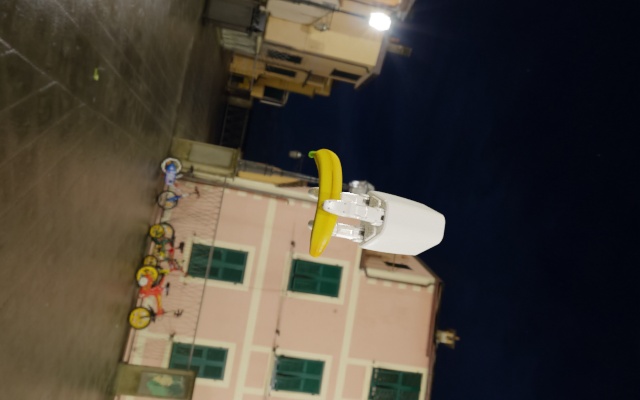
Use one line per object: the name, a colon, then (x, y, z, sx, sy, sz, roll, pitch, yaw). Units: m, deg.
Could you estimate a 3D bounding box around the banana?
banana: (0.008, -0.009, 0.757, 0.037, 0.197, 0.070, 13, -32, -21)
